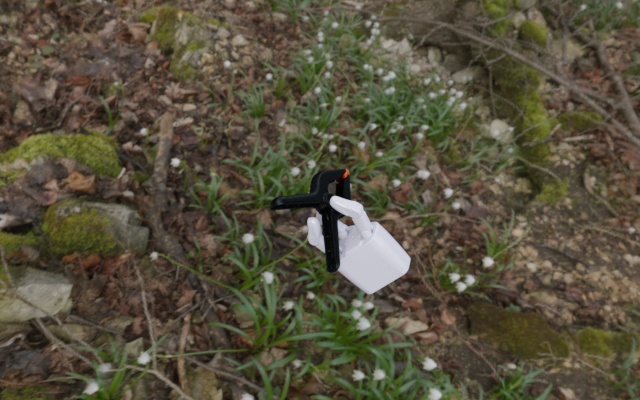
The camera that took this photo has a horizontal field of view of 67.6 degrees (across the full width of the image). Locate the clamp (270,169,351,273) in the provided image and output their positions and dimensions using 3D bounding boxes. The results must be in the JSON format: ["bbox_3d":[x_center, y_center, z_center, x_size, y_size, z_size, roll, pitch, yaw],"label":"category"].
[{"bbox_3d":[0.001,0.002,0.854,0.036,0.209,0.164,-27,-62,40],"label":"clamp"}]
